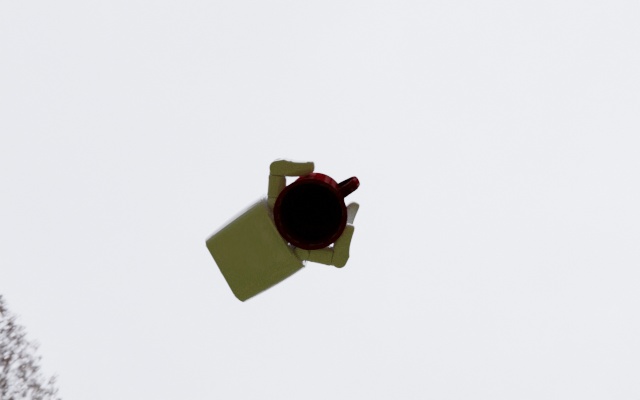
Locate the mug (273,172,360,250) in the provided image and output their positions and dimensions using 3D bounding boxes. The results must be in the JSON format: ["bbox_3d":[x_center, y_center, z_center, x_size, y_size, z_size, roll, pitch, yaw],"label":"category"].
[{"bbox_3d":[0.001,0.001,0.628,0.117,0.093,0.081,-34,9,12],"label":"mug"}]
